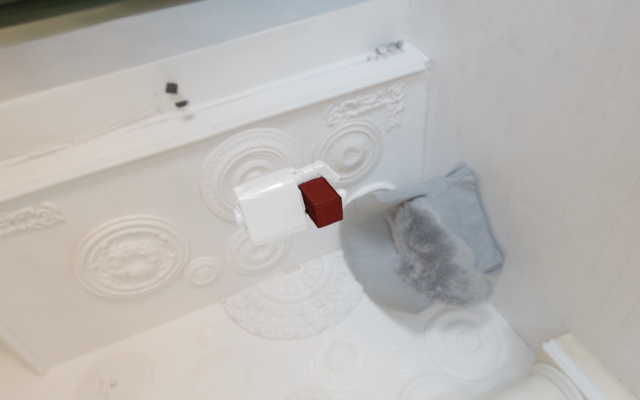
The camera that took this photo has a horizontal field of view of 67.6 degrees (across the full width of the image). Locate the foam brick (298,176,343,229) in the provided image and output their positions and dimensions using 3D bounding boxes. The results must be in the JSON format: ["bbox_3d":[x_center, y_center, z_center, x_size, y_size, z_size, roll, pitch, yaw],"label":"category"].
[{"bbox_3d":[0.000,0.003,0.846,0.051,0.053,0.078,-20,38,-16],"label":"foam brick"}]
